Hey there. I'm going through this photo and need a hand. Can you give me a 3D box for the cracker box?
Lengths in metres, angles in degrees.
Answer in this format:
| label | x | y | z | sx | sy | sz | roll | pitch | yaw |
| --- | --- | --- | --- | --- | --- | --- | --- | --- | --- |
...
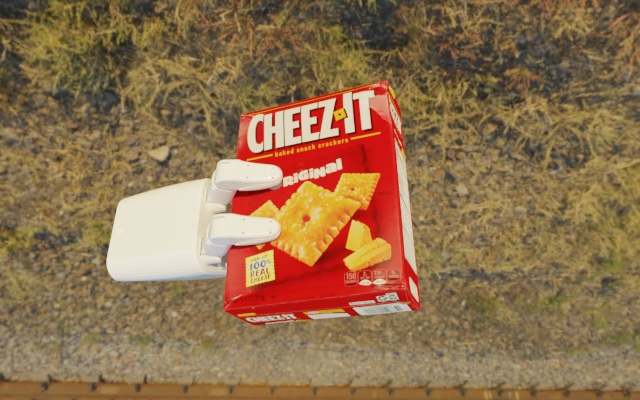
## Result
| label | x | y | z | sx | sy | sz | roll | pitch | yaw |
| --- | --- | --- | --- | --- | --- | --- | --- | --- | --- |
| cracker box | 0.000 | 0.002 | 0.458 | 0.164 | 0.213 | 0.072 | -9 | -28 | 17 |
